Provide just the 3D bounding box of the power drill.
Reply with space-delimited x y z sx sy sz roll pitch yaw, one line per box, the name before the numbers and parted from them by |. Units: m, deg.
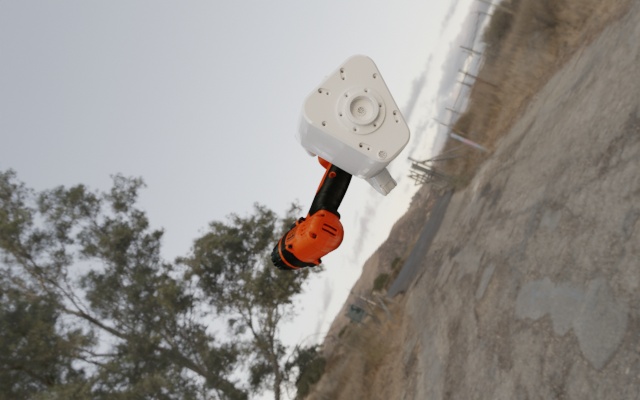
power drill | 0.000 0.002 0.639 0.057 0.187 0.184 27 -24 -15
